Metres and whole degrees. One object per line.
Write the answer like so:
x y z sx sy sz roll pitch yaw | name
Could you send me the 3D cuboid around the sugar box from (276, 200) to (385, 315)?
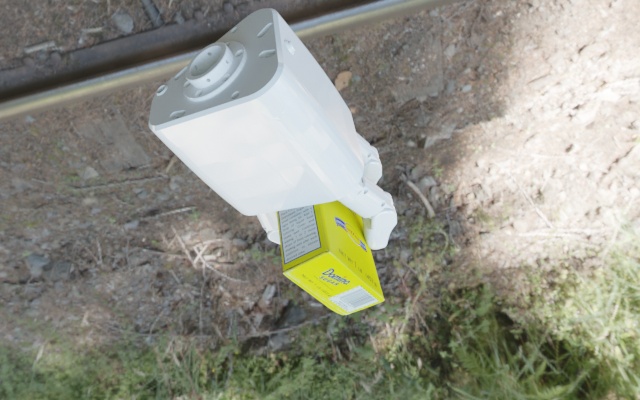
0.000 0.001 0.413 0.048 0.176 0.093 -25 -43 18 | sugar box
